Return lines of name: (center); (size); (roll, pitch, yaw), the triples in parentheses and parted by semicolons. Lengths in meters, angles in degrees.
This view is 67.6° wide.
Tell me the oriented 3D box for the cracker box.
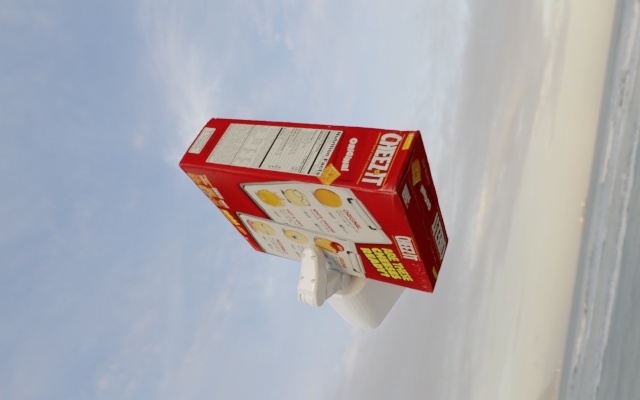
cracker box: (0.000, 0.002, 0.455); (0.213, 0.072, 0.164); (8, -31, 29)
